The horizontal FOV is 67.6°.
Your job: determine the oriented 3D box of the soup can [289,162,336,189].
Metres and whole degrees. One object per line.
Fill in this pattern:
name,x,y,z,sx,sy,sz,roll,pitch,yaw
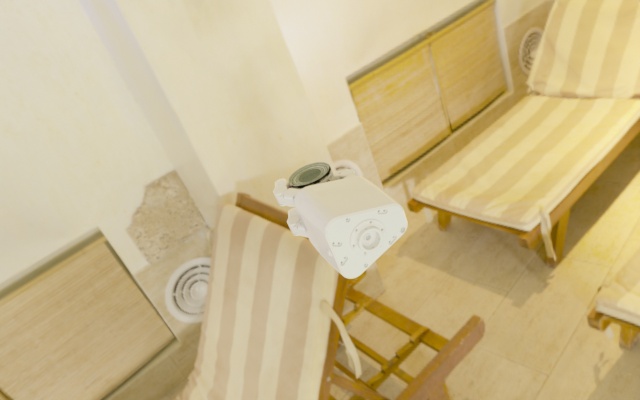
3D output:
soup can,0.000,0.002,0.718,0.068,0.102,0.068,-18,28,10
